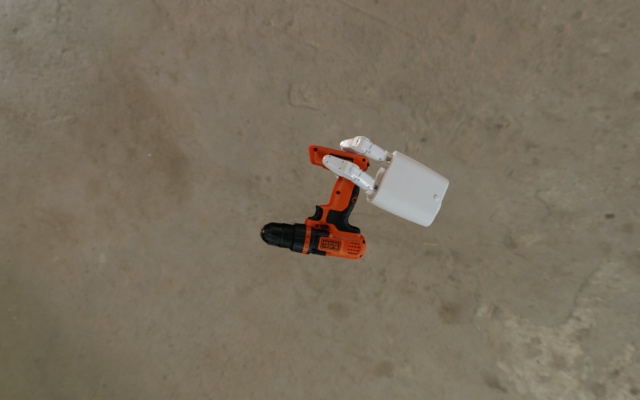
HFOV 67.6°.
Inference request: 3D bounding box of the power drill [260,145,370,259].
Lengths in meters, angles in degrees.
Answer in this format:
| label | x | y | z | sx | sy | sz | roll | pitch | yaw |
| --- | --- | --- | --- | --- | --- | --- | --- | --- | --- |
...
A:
| label | x | y | z | sx | sy | sz | roll | pitch | yaw |
| --- | --- | --- | --- | --- | --- | --- | --- | --- | --- |
| power drill | 0.000 | 0.002 | 0.822 | 0.184 | 0.187 | 0.057 | 10 | 7 | -11 |
